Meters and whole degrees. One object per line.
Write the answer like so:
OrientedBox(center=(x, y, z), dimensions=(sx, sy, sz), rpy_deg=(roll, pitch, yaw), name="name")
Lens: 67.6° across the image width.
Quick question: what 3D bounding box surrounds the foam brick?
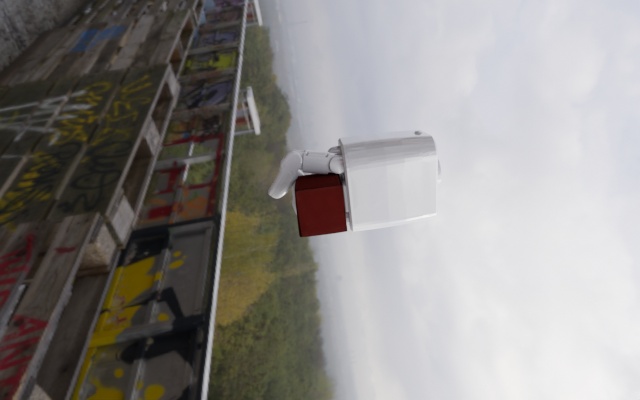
OrientedBox(center=(0.000, 0.002, 0.528), dimensions=(0.051, 0.053, 0.078), rpy_deg=(-6, 15, 1), name="foam brick")
